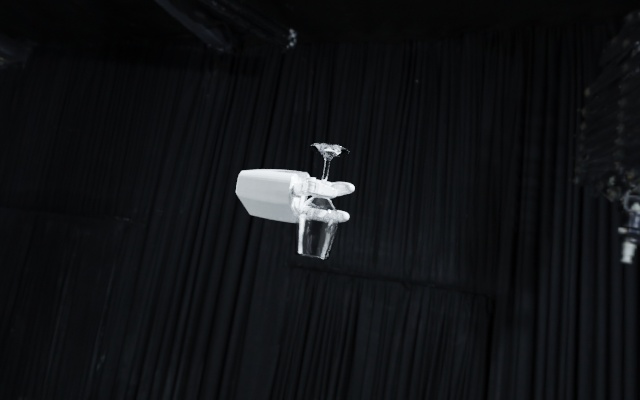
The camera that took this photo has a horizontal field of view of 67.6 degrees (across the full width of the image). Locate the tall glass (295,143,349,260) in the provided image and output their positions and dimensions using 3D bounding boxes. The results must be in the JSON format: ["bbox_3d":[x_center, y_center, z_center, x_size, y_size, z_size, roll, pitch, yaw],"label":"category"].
[{"bbox_3d":[0.000,0.002,0.863,0.079,0.201,0.079,9,-9,1],"label":"tall glass"}]
